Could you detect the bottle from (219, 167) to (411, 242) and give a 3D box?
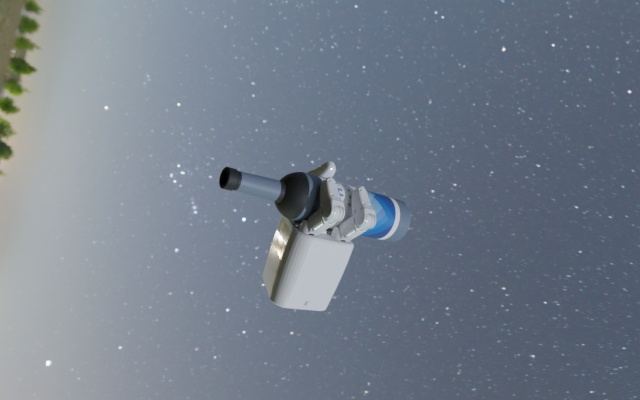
[{"bbox_3d":[0.000,0.002,0.659,0.296,0.069,0.069,14,-9,-36],"label":"bottle"}]
